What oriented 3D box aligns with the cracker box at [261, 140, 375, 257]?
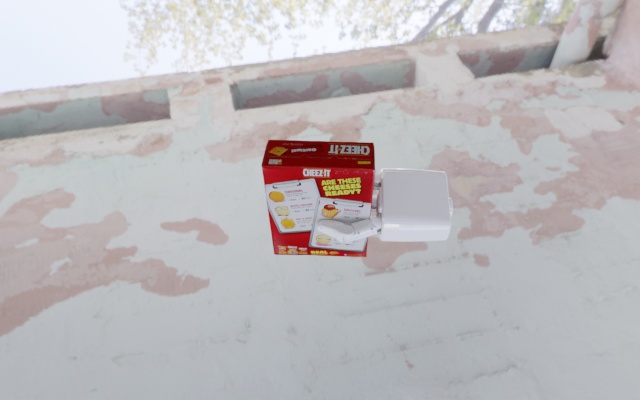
[{"bbox_3d":[0.000,0.003,0.772,0.164,0.072,0.214,2,-43,3],"label":"cracker box"}]
